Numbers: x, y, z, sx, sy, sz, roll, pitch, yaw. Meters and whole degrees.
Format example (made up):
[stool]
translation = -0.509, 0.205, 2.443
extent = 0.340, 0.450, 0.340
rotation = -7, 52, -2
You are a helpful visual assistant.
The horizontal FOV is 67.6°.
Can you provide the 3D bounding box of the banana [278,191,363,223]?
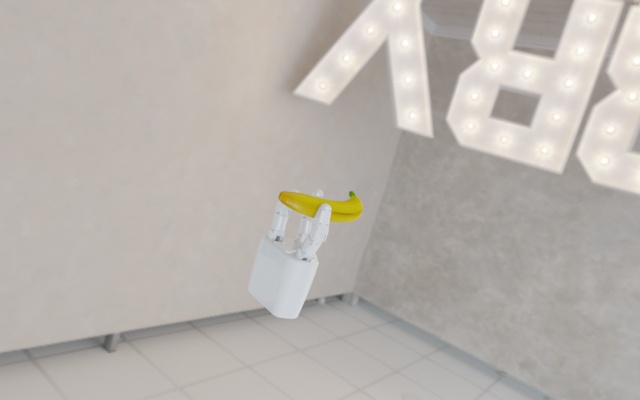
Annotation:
[banana]
translation = 0.015, 0.011, 0.802
extent = 0.069, 0.037, 0.198
rotation = 33, 19, 35
